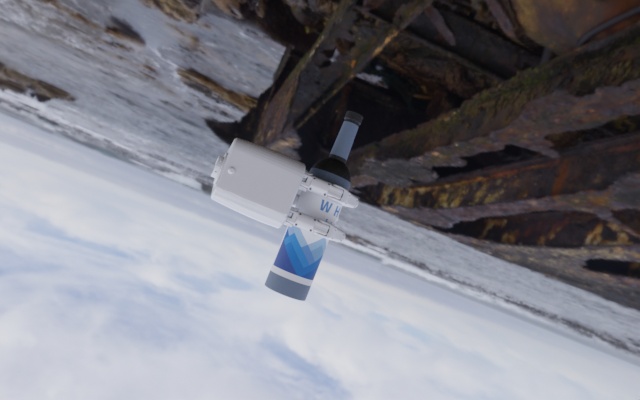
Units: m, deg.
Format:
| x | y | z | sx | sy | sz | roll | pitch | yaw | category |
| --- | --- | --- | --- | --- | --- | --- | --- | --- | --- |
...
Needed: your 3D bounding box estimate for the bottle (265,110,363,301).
| x | y | z | sx | sy | sz | roll | pitch | yaw | category |
| --- | --- | --- | --- | --- | --- | --- | --- | --- | --- |
| 0.000 | 0.003 | 0.730 | 0.069 | 0.295 | 0.069 | 21 | -4 | 2 | bottle |
